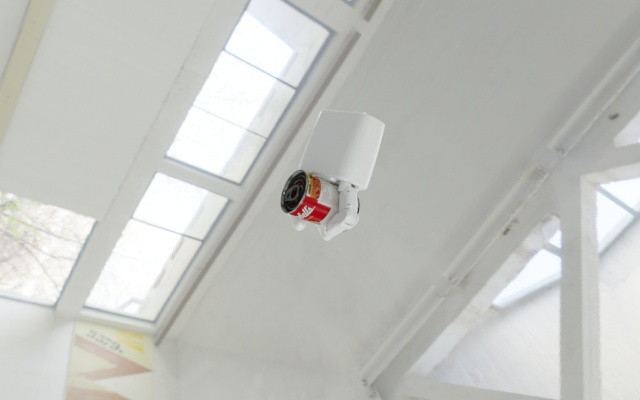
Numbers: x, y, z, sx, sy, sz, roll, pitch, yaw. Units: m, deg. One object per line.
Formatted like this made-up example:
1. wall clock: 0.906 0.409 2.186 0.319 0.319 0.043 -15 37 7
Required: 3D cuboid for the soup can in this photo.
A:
1. soup can: 0.000 0.003 0.722 0.102 0.068 0.068 22 -12 -31
